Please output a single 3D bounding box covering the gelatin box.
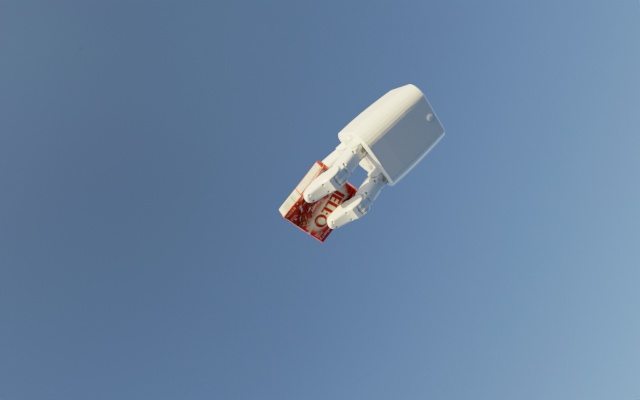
[{"bbox_3d":[0.000,0.002,0.650,0.073,0.089,0.030,35,8,-29],"label":"gelatin box"}]
